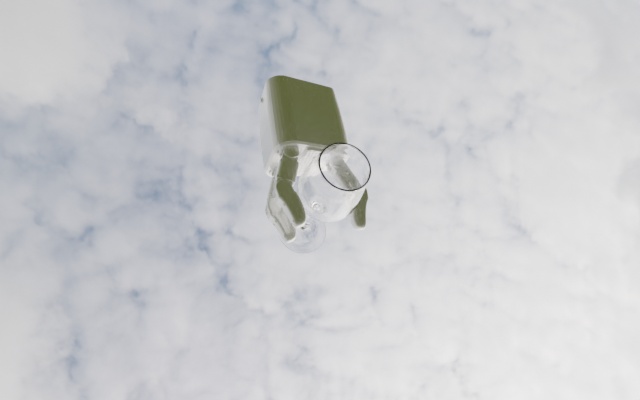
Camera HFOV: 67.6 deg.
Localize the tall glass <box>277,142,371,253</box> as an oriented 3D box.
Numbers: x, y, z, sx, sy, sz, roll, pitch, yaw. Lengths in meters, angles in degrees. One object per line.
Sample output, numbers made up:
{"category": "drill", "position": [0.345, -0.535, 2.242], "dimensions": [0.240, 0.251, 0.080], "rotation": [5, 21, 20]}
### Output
{"category": "tall glass", "position": [0.000, 0.002, 0.616], "dimensions": [0.079, 0.079, 0.201], "rotation": [0, -24, -18]}
